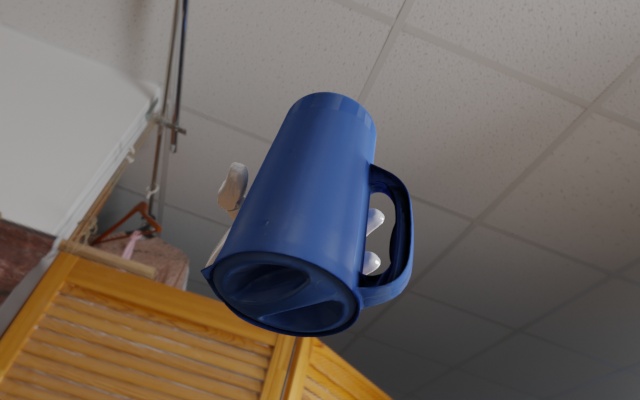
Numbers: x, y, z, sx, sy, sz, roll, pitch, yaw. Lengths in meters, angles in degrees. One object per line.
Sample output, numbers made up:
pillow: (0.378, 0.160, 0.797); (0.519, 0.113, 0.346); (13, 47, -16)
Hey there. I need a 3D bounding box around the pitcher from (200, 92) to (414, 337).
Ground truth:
pitcher: (0.000, 0.002, 0.478); (0.149, 0.242, 0.145); (30, -43, -16)
